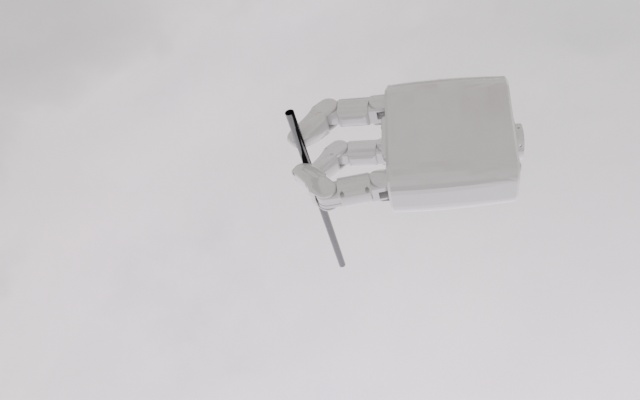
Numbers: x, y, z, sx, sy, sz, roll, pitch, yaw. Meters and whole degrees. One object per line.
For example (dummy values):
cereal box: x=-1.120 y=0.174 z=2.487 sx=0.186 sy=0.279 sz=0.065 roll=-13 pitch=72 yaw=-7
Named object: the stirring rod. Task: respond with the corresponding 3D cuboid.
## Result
stirring rod: x=0.000 y=0.002 z=0.496 sx=0.011 sy=0.011 sz=0.240 roll=0 pitch=-40 yaw=17
